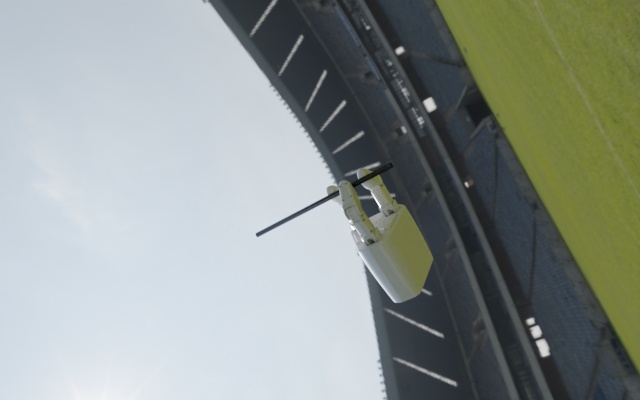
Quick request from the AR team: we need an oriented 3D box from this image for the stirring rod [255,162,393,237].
[{"bbox_3d":[0.000,0.002,0.711,0.239,0.011,0.011,-28,-10,20],"label":"stirring rod"}]
